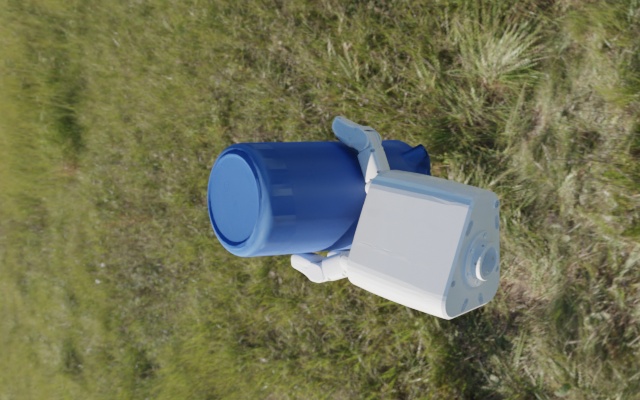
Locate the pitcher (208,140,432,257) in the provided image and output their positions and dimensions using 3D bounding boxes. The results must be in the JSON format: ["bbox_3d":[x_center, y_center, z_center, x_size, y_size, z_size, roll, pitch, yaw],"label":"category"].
[{"bbox_3d":[0.000,0.002,0.531,0.243,0.149,0.145,-3,12,-43],"label":"pitcher"}]
